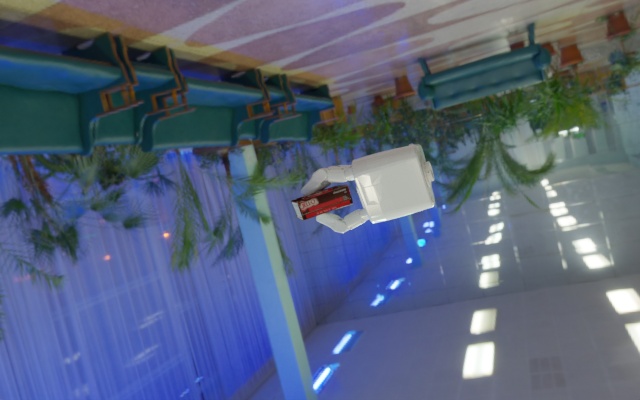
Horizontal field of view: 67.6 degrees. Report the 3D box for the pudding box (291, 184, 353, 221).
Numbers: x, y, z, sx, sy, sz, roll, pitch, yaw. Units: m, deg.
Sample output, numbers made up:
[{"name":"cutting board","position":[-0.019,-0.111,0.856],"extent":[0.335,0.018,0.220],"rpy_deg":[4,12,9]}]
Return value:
[{"name":"pudding box","position":[0.000,0.003,0.827],"extent":[0.090,0.039,0.113],"rpy_deg":[-18,1,-8]}]
